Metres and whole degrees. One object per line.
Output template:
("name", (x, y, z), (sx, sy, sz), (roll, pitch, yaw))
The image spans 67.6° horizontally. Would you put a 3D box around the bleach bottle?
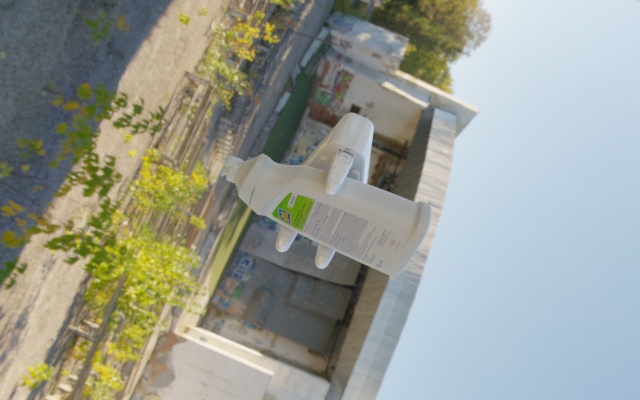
("bleach bottle", (0.000, 0.002, 0.586), (0.251, 0.103, 0.068), (24, 37, 0))
